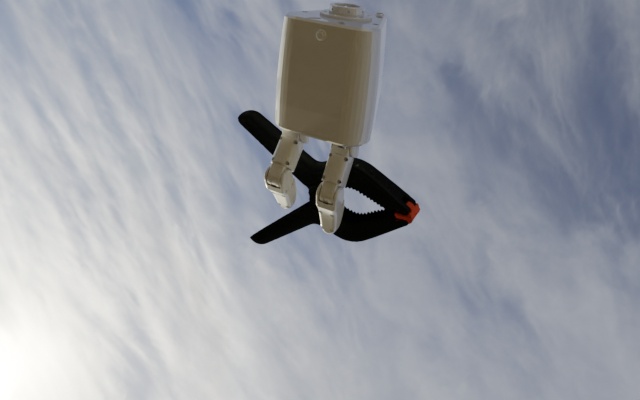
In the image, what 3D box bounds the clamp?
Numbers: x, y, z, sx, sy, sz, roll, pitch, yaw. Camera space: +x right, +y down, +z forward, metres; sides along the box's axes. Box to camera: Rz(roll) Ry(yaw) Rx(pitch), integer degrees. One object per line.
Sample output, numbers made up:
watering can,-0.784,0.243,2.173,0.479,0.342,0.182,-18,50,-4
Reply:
clamp,0.001,0.001,0.520,0.210,0.165,0.036,18,33,21
